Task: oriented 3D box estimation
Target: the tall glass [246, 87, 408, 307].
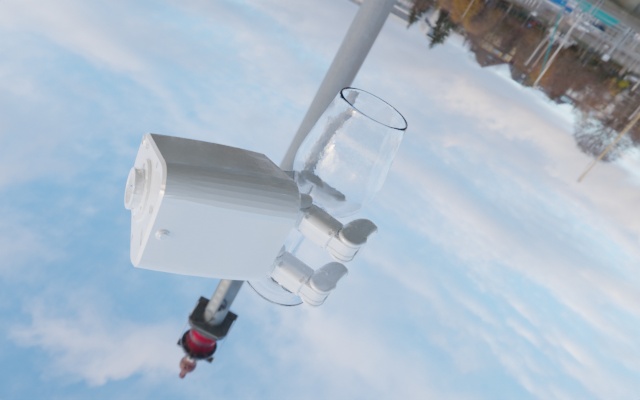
[{"bbox_3d":[0.000,0.002,0.429,0.079,0.201,0.079,22,30,-14],"label":"tall glass"}]
